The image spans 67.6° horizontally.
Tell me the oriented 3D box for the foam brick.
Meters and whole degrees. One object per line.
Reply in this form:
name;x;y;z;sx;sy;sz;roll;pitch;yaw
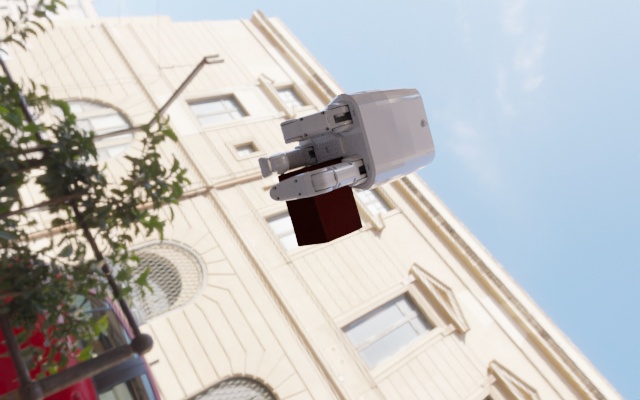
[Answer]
foam brick;0.000;0.002;0.486;0.051;0.078;0.053;-19;5;-38
